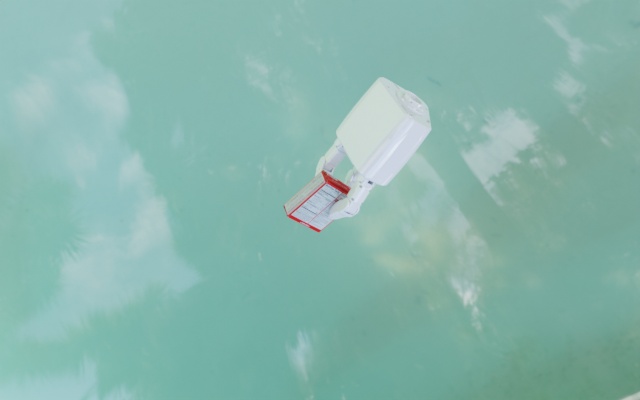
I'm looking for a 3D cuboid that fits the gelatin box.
[{"bbox_3d":[0.000,0.003,0.732,0.089,0.030,0.073,-42,-45,21],"label":"gelatin box"}]
